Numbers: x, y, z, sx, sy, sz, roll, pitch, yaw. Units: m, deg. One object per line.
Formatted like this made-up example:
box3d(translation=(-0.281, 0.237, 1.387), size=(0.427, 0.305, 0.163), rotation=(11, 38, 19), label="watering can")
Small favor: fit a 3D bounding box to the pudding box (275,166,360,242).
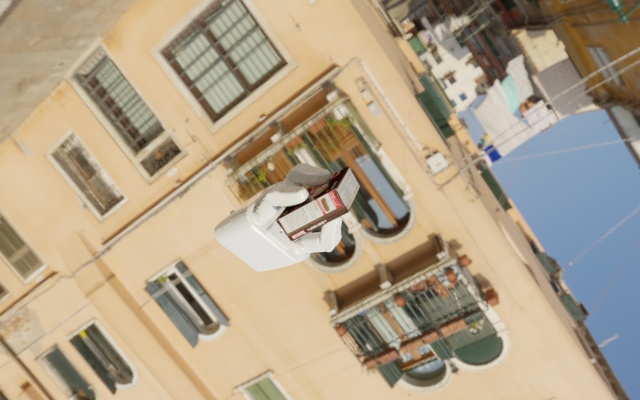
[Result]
box3d(translation=(0.000, 0.002, 0.626), size=(0.090, 0.039, 0.113), rotation=(-29, 12, 19), label="pudding box")
